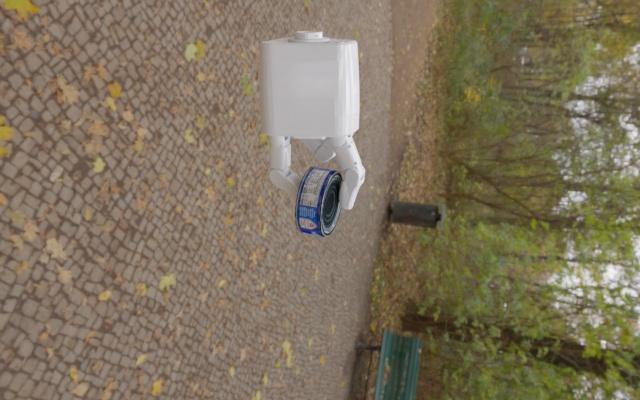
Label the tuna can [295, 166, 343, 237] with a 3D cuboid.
[{"bbox_3d":[0.001,0.002,0.597,0.034,0.086,0.086,11,3,19],"label":"tuna can"}]
